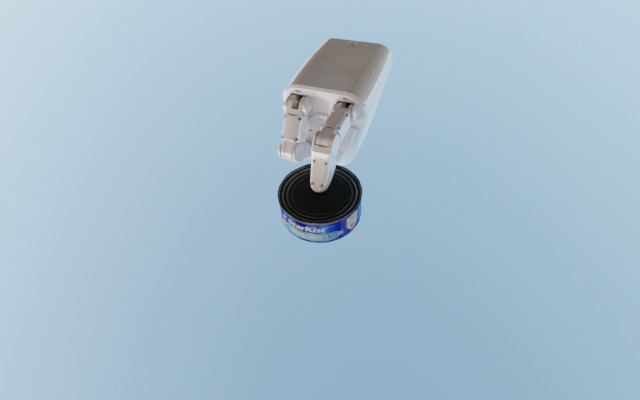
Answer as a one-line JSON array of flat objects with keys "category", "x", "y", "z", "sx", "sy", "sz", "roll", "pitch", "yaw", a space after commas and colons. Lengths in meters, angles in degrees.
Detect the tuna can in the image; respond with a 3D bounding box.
[{"category": "tuna can", "x": 0.000, "y": 0.002, "z": 0.493, "sx": 0.086, "sy": 0.086, "sz": 0.034, "roll": 0, "pitch": -42, "yaw": 4}]
